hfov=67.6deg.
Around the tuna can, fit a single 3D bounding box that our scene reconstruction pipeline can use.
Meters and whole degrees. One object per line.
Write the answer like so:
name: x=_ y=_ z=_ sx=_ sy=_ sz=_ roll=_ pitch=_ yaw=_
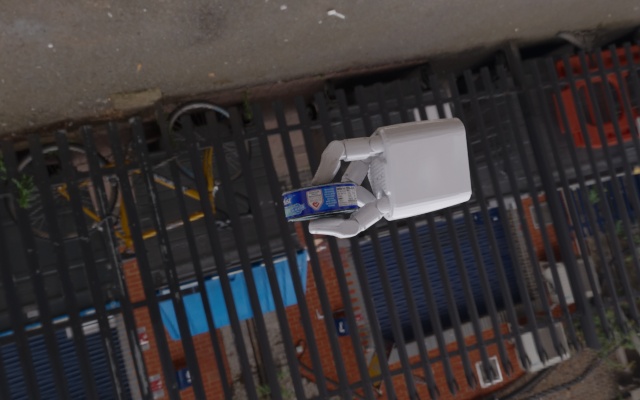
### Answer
tuna can: x=0.000 y=0.002 z=0.553 sx=0.086 sy=0.034 sz=0.086 roll=-9 pitch=-4 yaw=-1
